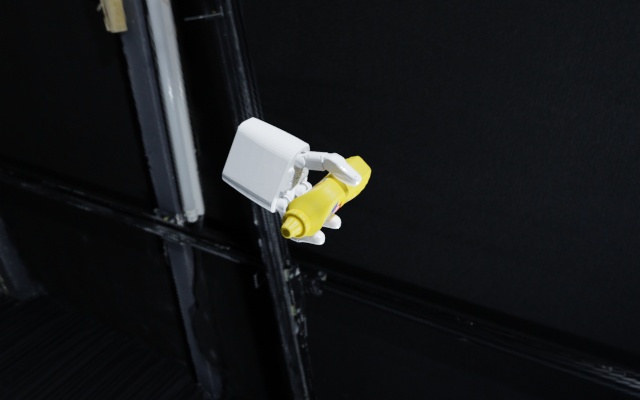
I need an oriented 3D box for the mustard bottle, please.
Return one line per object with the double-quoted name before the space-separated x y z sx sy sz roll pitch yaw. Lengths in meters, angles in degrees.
"mustard bottle" 0.001 0.002 0.715 0.096 0.058 0.191 -42 -1 41
